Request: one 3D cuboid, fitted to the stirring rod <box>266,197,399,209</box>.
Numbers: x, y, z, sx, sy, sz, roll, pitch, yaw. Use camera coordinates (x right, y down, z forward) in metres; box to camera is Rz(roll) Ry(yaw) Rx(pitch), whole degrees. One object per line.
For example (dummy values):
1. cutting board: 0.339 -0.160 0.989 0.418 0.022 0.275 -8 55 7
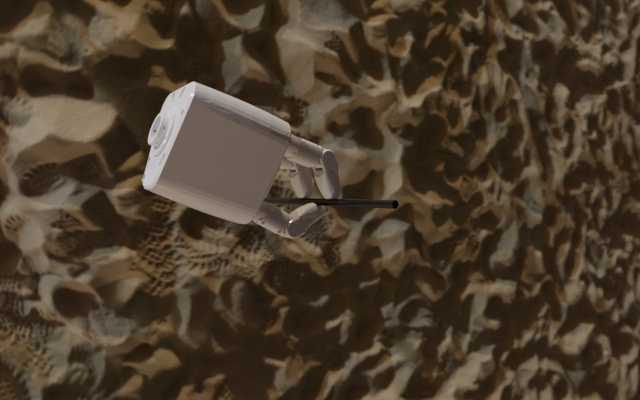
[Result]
1. stirring rod: 0.000 0.002 0.535 0.011 0.011 0.239 0 1 -35
